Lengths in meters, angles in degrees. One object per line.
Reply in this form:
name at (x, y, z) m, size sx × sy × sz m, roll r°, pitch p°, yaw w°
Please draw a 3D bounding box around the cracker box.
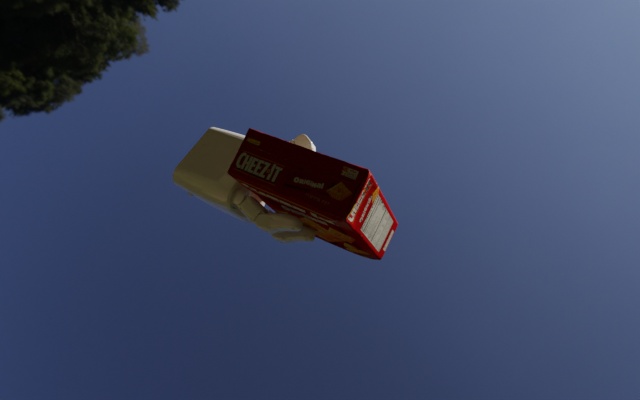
cracker box at (0.000, 0.002, 0.628) m, size 0.164 × 0.072 × 0.214 m, roll 21°, pitch -11°, yaw 23°
